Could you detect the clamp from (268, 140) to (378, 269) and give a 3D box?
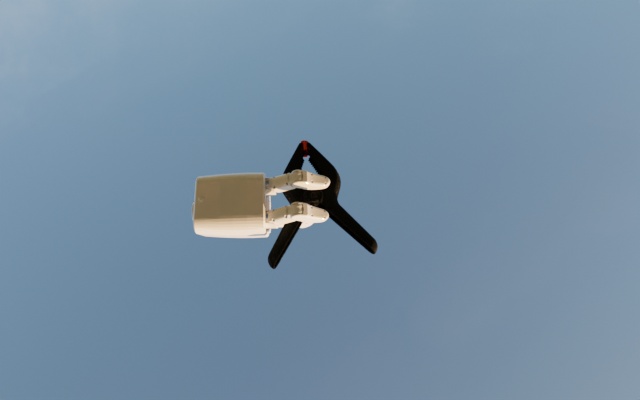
[{"bbox_3d":[0.000,0.002,0.746,0.164,0.210,0.036,-1,-24,-4],"label":"clamp"}]
